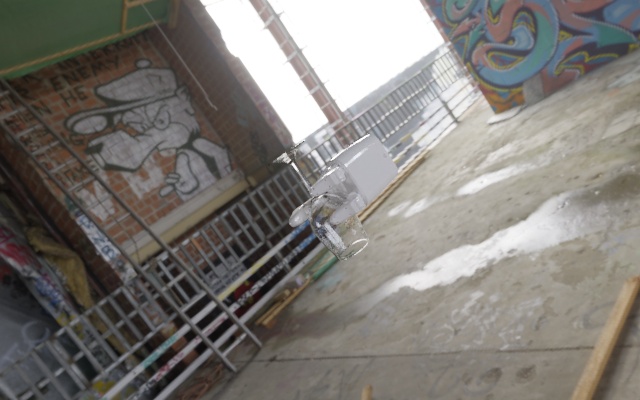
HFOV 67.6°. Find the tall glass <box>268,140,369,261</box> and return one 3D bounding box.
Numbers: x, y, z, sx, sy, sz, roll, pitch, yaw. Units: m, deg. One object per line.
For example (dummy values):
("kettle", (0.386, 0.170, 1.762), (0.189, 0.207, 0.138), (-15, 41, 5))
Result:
("tall glass", (0.000, 0.002, 0.794), (0.079, 0.201, 0.079), (-34, 7, 5))
